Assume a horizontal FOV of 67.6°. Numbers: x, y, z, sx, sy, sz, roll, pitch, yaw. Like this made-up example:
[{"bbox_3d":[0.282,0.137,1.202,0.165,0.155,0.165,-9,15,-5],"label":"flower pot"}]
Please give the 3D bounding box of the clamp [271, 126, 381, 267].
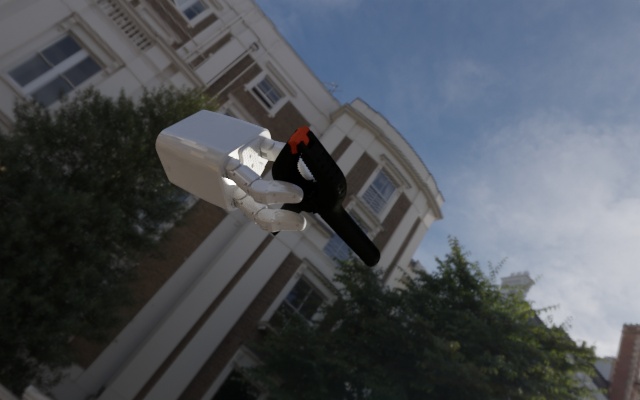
[{"bbox_3d":[0.000,0.001,0.584,0.164,0.036,0.210,19,-36,17],"label":"clamp"}]
